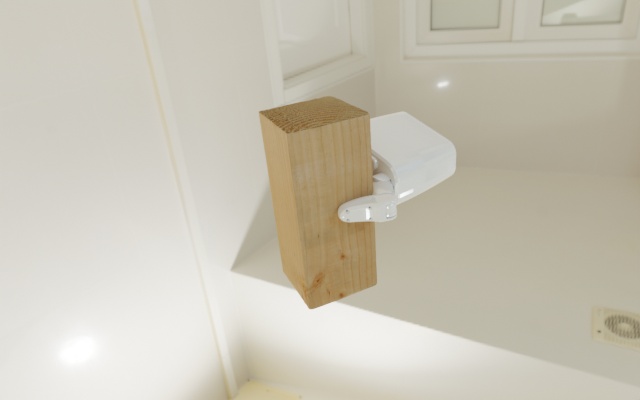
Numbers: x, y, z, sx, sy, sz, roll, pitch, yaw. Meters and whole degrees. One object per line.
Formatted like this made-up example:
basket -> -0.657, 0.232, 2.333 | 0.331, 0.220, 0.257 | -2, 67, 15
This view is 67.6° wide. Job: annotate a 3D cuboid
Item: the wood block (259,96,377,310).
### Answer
wood block -> 0.001, 0.002, 0.529 | 0.090, 0.206, 0.090 | -17, 29, -20
